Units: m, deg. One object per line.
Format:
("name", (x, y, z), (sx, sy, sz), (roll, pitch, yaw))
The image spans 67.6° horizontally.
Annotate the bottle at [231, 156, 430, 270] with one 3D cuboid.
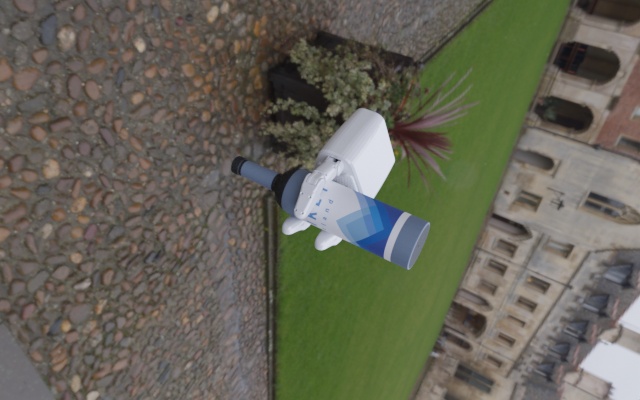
("bottle", (0.000, 0.002, 0.659), (0.295, 0.069, 0.069), (24, 9, 21))
